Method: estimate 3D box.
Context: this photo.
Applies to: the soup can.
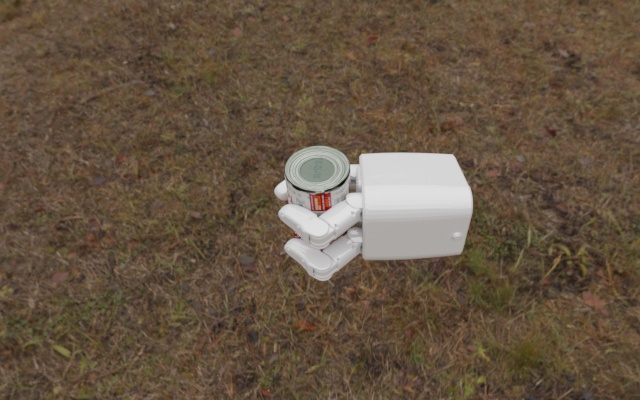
[{"bbox_3d":[0.000,0.001,0.508,0.068,0.068,0.102,0,-43,5],"label":"soup can"}]
